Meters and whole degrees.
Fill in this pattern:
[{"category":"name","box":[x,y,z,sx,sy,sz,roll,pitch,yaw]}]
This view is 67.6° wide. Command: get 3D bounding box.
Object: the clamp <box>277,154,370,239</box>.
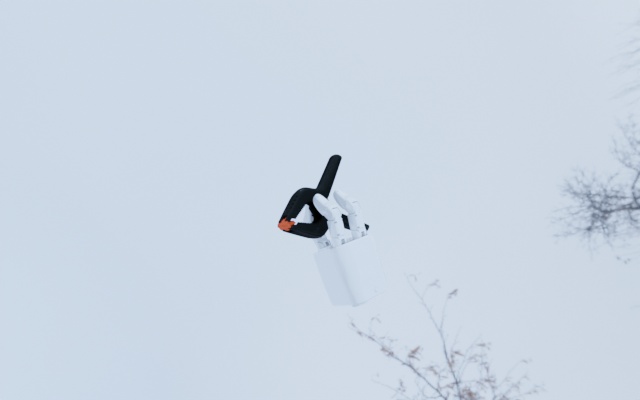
[{"category":"clamp","box":[-0.001,0.003,0.882,0.210,0.164,0.036,-16,-3,-45]}]
